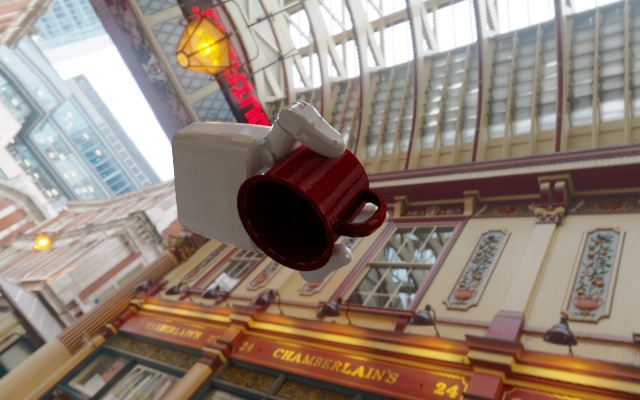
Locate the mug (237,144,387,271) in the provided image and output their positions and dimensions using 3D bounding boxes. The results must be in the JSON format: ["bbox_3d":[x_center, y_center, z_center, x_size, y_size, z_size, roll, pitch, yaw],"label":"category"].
[{"bbox_3d":[0.001,0.001,0.402,0.117,0.093,0.081,11,38,30],"label":"mug"}]
